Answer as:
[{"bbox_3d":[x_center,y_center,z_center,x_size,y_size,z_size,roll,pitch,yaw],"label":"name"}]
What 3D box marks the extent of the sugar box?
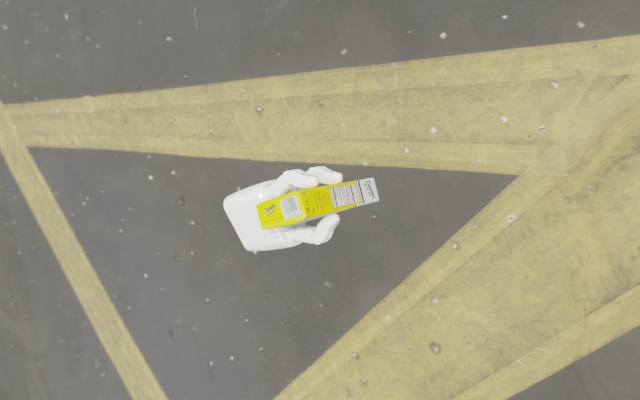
[{"bbox_3d":[0.000,0.002,0.723,0.093,0.048,0.176,-15,0,42],"label":"sugar box"}]
